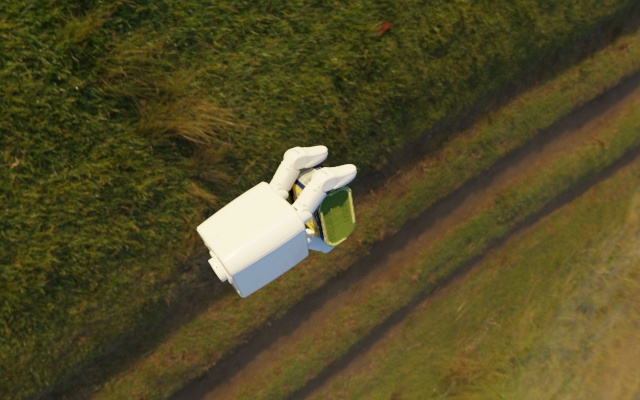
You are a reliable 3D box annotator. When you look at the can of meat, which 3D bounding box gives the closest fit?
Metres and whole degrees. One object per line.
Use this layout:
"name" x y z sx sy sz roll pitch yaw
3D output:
"can of meat" 0.000 0.002 0.650 0.057 0.102 0.084 -32 47 -19
